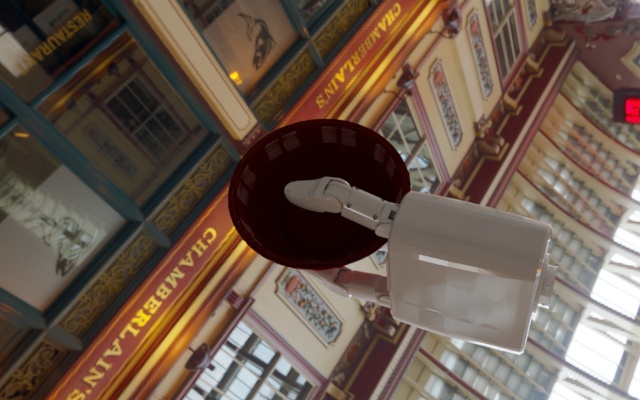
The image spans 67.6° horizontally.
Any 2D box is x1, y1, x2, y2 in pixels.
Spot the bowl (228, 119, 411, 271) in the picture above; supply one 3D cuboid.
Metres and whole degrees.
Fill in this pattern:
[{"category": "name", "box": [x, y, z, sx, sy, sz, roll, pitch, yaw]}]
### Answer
[{"category": "bowl", "box": [-0.001, 0.001, 0.441, 0.162, 0.162, 0.055, 0, -33, 5]}]
